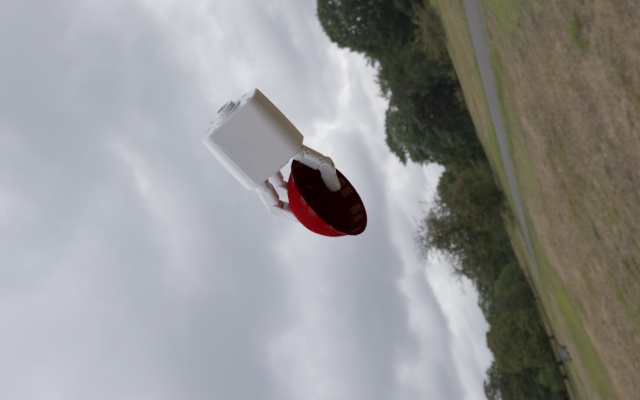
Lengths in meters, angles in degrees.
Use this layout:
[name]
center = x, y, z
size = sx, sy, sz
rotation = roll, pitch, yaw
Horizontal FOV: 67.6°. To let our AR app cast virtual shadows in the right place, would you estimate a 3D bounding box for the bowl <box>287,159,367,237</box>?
[bowl]
center = 0.001, 0.004, 0.772
size = 0.055, 0.162, 0.162
rotation = -42, -24, 29
